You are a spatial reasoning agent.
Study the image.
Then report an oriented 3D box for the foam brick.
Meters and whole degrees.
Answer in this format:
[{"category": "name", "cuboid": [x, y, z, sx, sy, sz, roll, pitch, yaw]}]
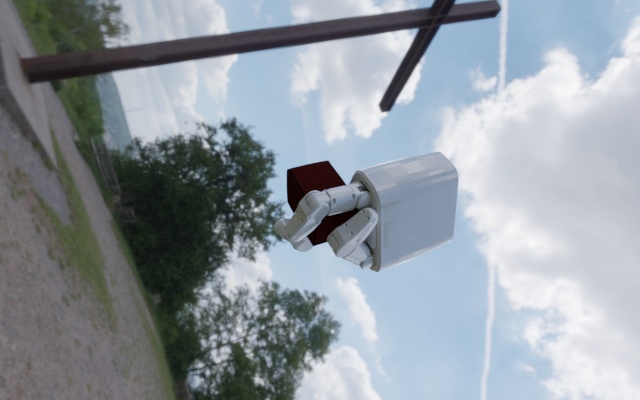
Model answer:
[{"category": "foam brick", "cuboid": [0.000, 0.002, 0.533, 0.051, 0.053, 0.078, -17, 50, -20]}]
